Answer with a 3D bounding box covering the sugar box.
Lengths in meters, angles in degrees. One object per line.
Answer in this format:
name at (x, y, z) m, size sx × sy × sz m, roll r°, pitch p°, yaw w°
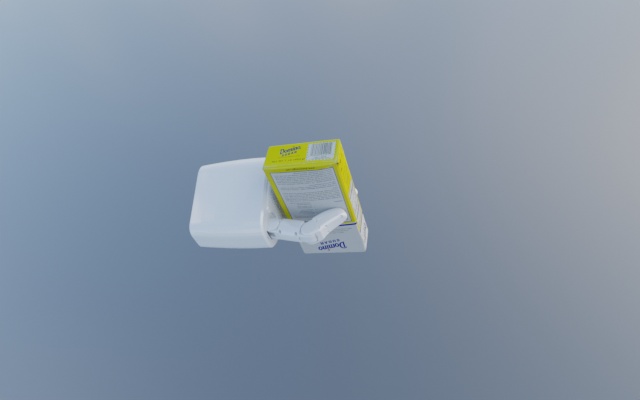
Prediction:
sugar box at (0.000, 0.002, 0.620) m, size 0.093 × 0.048 × 0.176 m, roll -3°, pitch -39°, yaw 16°
